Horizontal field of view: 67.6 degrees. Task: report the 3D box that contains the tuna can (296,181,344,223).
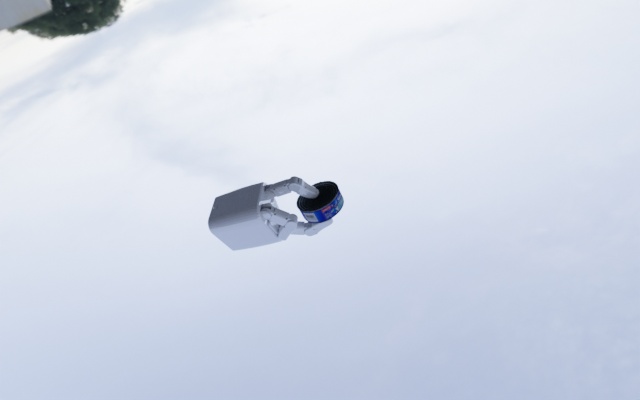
[{"bbox_3d":[0.000,0.003,0.896,0.086,0.034,0.086,-19,35,14],"label":"tuna can"}]
